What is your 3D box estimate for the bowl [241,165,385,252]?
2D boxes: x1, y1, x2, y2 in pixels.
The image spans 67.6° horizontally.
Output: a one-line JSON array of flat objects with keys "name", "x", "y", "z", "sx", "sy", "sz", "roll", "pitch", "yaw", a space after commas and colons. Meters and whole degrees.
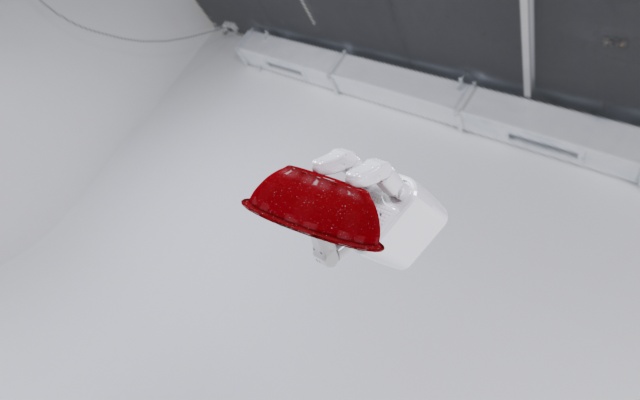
[{"name": "bowl", "x": 0.000, "y": 0.001, "z": 0.512, "sx": 0.162, "sy": 0.055, "sz": 0.162, "roll": 18, "pitch": 5, "yaw": -2}]
